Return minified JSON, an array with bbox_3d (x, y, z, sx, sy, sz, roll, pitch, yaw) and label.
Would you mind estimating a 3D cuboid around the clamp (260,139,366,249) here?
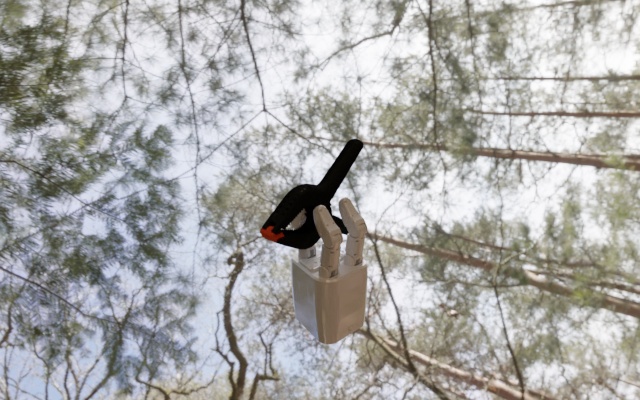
[{"bbox_3d":[-0.001,0.002,0.692,0.036,0.165,0.210,15,23,40],"label":"clamp"}]
